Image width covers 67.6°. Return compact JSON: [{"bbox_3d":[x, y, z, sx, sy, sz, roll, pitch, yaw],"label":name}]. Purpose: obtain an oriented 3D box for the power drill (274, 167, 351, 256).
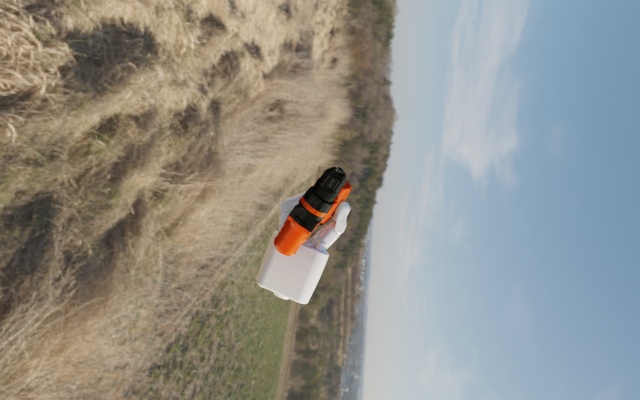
[{"bbox_3d":[0.000,0.003,0.872,0.057,0.184,0.187,40,20,5],"label":"power drill"}]
